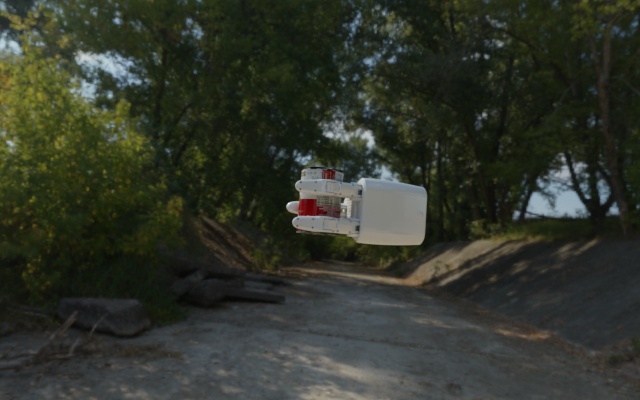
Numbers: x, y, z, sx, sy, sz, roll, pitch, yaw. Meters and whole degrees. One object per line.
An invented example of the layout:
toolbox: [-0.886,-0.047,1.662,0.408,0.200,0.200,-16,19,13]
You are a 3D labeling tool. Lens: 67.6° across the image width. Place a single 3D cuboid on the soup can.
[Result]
soup can: [0.000,0.002,0.746,0.068,0.102,0.068,4,-5,0]
